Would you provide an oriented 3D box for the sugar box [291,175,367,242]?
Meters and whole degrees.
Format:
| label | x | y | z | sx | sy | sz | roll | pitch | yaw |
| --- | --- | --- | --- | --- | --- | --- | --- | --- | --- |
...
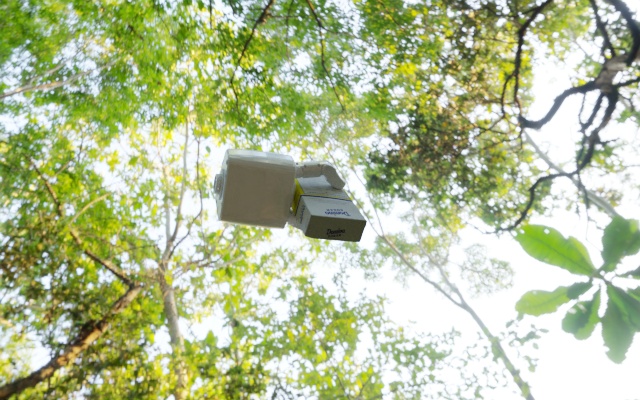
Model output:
| label | x | y | z | sx | sy | sz | roll | pitch | yaw |
| --- | --- | --- | --- | --- | --- | --- | --- | --- | --- |
| sugar box | 0.000 | 0.003 | 0.771 | 0.093 | 0.048 | 0.176 | 7 | 28 | -20 |
